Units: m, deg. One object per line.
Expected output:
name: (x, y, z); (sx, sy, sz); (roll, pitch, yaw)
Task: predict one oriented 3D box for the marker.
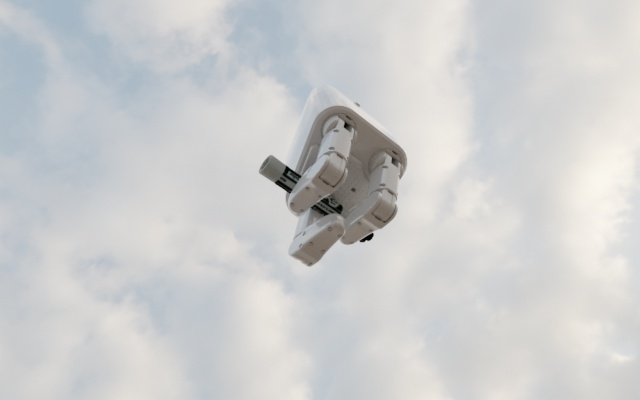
marker: (0.000, 0.001, 0.418); (0.121, 0.020, 0.020); (35, -14, -21)
